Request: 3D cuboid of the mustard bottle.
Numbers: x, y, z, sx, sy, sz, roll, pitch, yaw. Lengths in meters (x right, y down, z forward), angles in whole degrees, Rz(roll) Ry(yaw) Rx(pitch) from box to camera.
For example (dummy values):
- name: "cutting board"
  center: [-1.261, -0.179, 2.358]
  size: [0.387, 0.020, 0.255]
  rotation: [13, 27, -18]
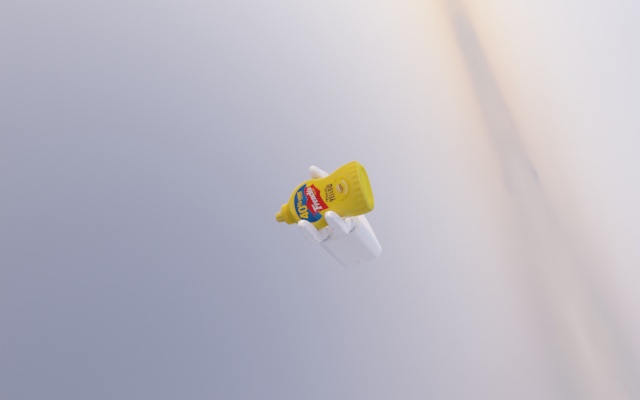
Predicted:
- name: "mustard bottle"
  center: [0.000, 0.003, 0.889]
  size: [0.191, 0.096, 0.058]
  rotation: [-21, -22, 22]
